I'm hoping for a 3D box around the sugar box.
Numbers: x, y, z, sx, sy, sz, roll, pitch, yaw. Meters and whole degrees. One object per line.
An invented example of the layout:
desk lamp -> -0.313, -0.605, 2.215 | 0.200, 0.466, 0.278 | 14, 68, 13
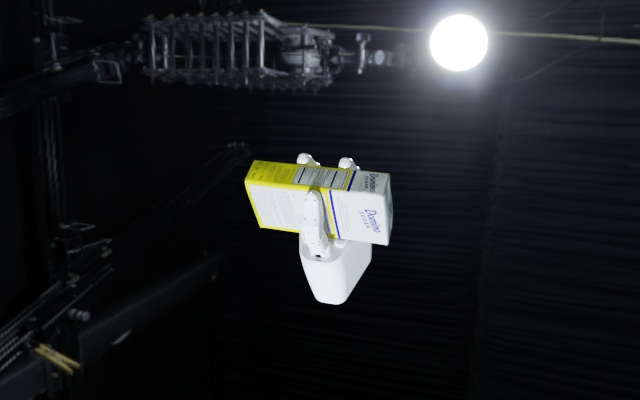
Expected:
sugar box -> 0.000, 0.002, 0.600 | 0.176, 0.048, 0.093 | 6, -41, 16
